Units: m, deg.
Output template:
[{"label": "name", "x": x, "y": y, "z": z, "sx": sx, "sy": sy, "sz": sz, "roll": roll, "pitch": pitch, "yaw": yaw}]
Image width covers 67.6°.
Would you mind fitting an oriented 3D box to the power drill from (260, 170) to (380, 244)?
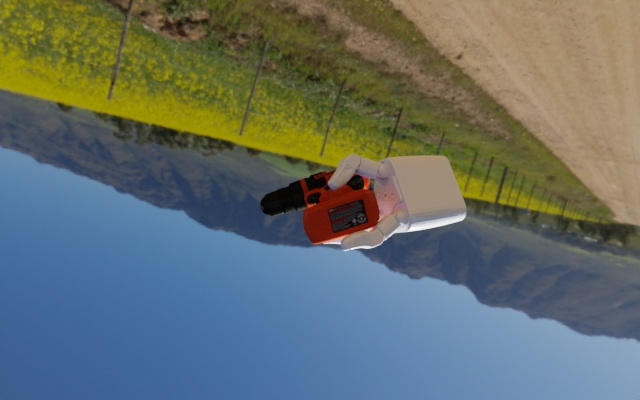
[{"label": "power drill", "x": 0.000, "y": 0.002, "z": 0.721, "sx": 0.184, "sy": 0.057, "sz": 0.187, "roll": -19, "pitch": 19, "yaw": -3}]
